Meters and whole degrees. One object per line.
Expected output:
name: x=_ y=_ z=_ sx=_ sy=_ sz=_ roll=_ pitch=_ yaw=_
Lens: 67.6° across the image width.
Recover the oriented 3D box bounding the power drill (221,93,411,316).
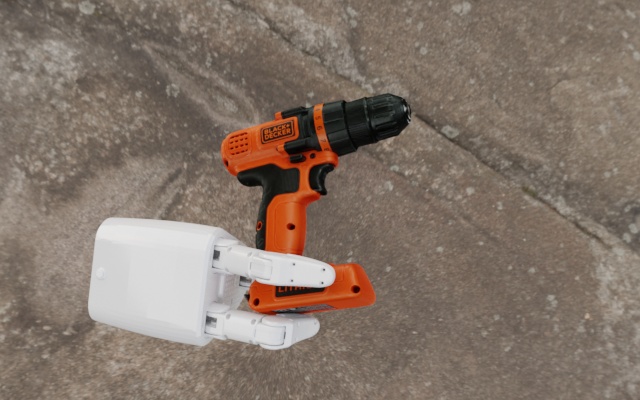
power drill: x=0.000 y=0.002 z=0.425 sx=0.184 sy=0.187 sz=0.057 roll=-13 pitch=-24 yaw=18
